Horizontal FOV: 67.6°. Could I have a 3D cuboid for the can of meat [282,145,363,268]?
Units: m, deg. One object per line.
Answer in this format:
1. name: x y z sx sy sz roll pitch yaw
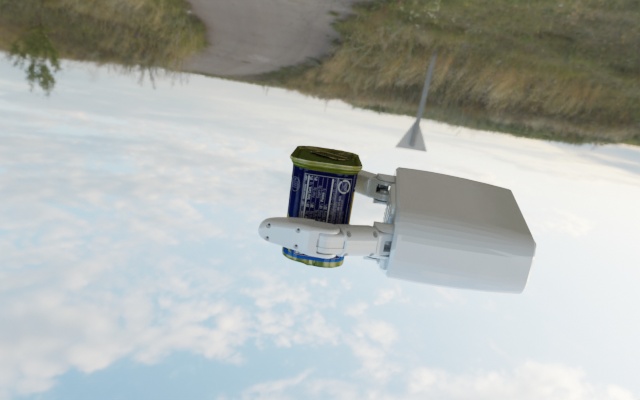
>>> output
1. can of meat: 0.000 0.002 0.411 0.057 0.084 0.102 8 13 0
